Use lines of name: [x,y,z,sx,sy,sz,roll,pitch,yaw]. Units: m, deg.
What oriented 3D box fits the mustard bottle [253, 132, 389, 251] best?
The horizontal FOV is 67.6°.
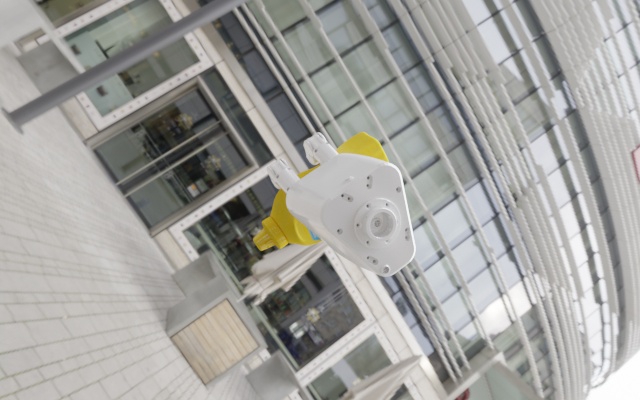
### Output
mustard bottle: [0.000,0.002,0.599,0.191,0.096,0.058,-35,43,-12]
